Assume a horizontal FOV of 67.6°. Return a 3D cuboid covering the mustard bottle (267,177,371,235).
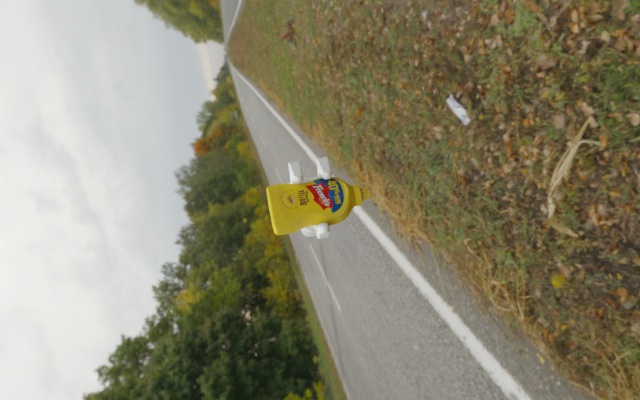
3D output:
[{"bbox_3d":[0.000,0.003,0.894,0.191,0.096,0.058,-10,-34,-8],"label":"mustard bottle"}]
